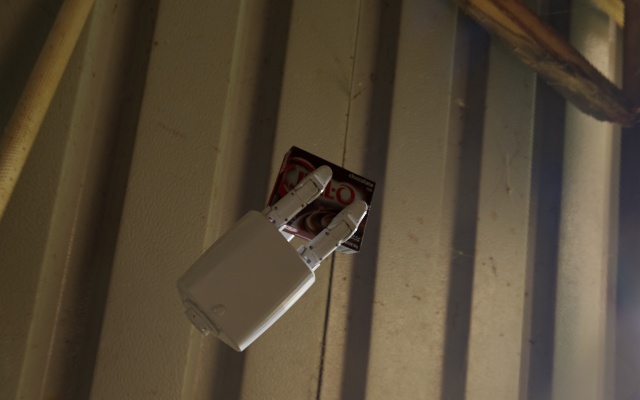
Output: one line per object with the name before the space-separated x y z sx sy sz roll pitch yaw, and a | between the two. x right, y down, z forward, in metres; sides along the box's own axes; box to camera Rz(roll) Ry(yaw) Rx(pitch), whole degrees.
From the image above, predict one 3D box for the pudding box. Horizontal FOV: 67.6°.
pudding box | 0.000 0.002 0.547 0.113 0.090 0.039 23 -22 -18
